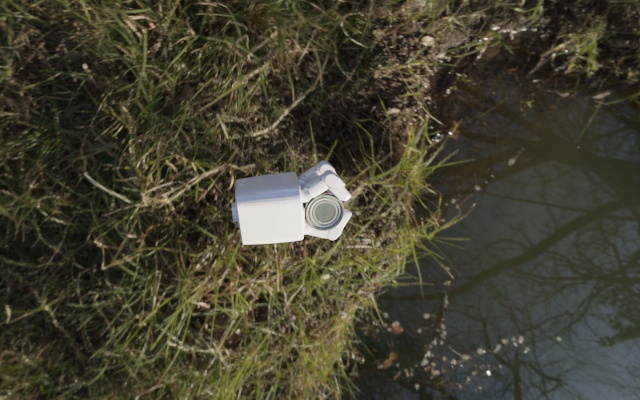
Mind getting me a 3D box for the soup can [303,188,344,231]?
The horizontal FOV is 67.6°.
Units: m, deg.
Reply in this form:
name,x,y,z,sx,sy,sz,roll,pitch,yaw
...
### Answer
name,x,y,z,sx,sy,sz,roll,pitch,yaw
soup can,0.001,0.003,0.834,0.068,0.068,0.102,0,21,-9
